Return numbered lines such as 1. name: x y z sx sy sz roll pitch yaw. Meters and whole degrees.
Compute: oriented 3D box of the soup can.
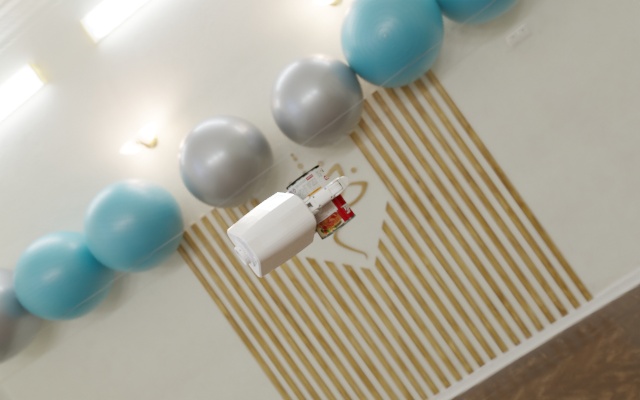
1. soup can: 0.000 0.002 0.767 0.068 0.102 0.068 -36 0 0
